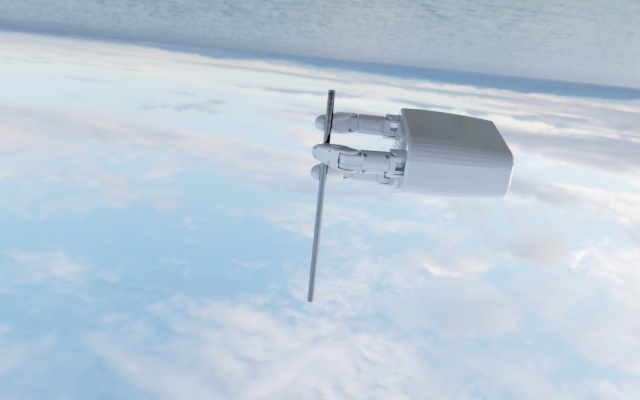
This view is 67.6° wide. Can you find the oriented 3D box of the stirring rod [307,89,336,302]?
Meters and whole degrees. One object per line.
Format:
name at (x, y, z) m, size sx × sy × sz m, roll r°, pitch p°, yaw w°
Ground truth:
stirring rod at (0.000, 0.002, 0.522) m, size 0.011 × 0.239 × 0.011 m, roll 5°, pitch 17°, yaw -2°
